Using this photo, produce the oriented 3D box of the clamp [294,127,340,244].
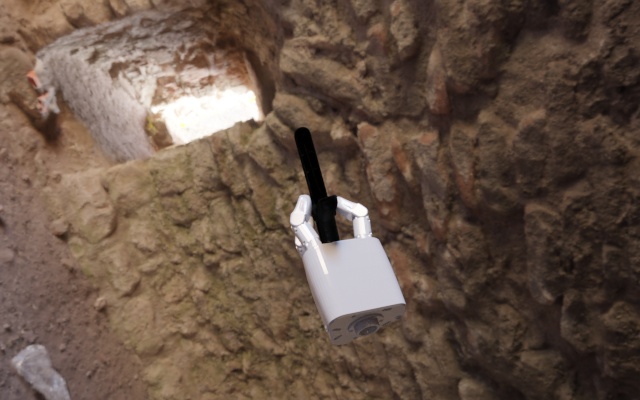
[{"bbox_3d":[0.001,0.003,0.726,0.036,0.164,0.210,-15,-37,-4],"label":"clamp"}]
